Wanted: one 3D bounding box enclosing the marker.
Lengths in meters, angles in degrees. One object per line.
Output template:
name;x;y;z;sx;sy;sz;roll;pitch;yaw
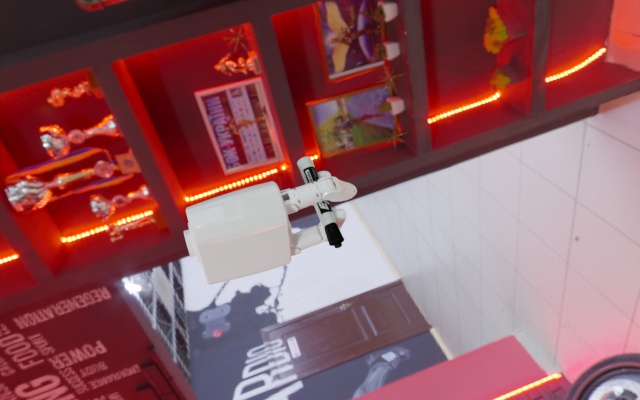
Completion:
marker;0.000;0.002;0.569;0.020;0.121;0.020;-18;-24;-8
